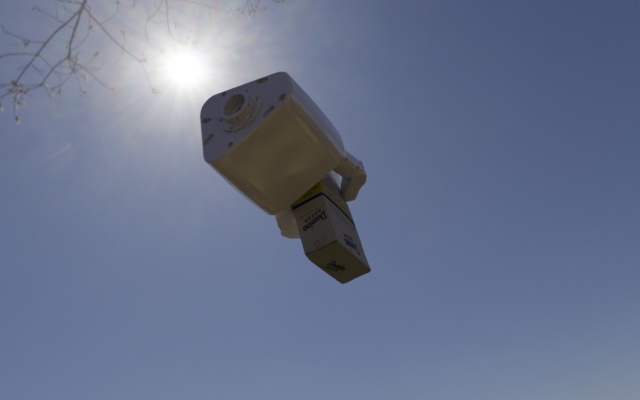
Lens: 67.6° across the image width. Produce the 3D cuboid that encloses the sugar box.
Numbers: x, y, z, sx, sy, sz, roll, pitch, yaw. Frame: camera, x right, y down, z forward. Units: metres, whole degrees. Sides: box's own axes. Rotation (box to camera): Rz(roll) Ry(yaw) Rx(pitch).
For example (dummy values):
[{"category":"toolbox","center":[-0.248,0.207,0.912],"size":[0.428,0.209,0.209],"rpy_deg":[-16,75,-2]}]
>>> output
[{"category":"sugar box","center":[0.000,0.002,0.562],"size":[0.048,0.176,0.093],"rpy_deg":[-26,-38,16]}]
